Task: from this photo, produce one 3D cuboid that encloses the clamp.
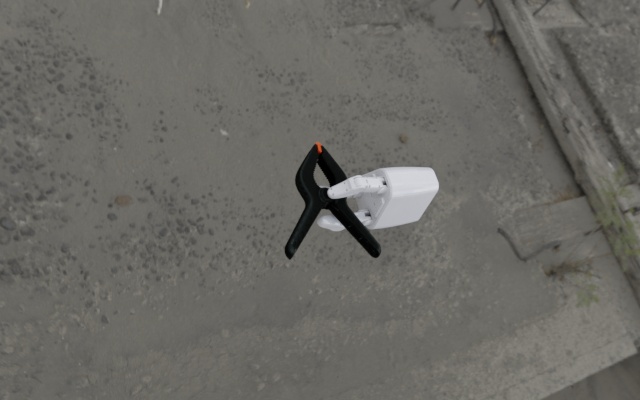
[{"bbox_3d":[0.001,0.002,0.770,0.164,0.210,0.036,-4,-24,-30],"label":"clamp"}]
